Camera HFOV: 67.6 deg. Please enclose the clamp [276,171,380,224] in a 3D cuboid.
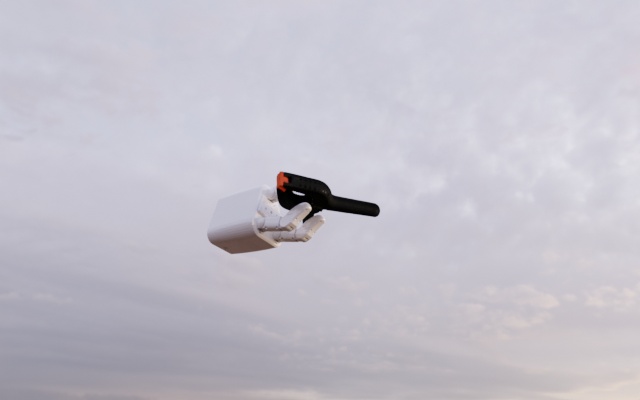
[{"bbox_3d":[0.000,0.002,0.840,0.164,0.036,0.210,-15,-30,23],"label":"clamp"}]
